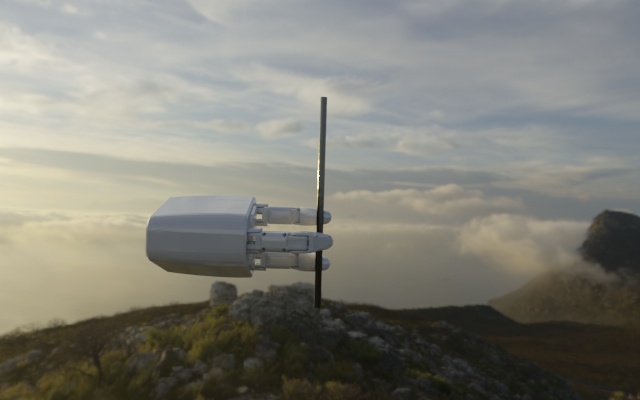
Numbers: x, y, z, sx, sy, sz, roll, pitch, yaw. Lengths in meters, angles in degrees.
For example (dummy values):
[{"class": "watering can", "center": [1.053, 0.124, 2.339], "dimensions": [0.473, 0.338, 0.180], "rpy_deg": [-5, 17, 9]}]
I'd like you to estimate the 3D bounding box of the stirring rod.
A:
[{"class": "stirring rod", "center": [0.000, 0.002, 0.547], "dimensions": [0.011, 0.239, 0.011], "rpy_deg": [2, -1, 0]}]
